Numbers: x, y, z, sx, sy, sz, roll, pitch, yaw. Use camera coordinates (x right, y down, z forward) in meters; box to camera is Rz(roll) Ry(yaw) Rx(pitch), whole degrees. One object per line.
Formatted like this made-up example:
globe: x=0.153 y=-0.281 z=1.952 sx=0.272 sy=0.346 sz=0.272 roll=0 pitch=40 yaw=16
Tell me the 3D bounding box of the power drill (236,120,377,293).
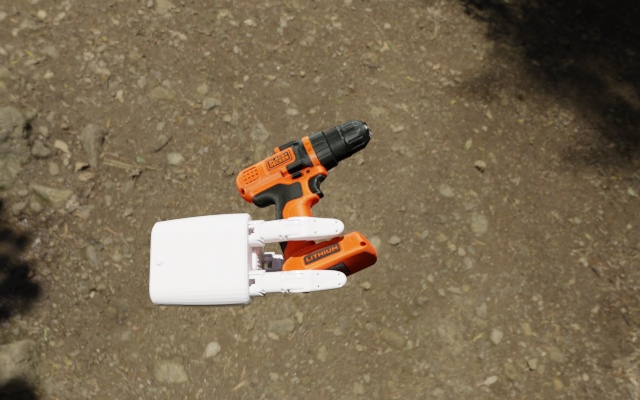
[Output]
power drill: x=0.000 y=0.002 z=0.573 sx=0.184 sy=0.187 sz=0.057 roll=-26 pitch=-35 yaw=7
